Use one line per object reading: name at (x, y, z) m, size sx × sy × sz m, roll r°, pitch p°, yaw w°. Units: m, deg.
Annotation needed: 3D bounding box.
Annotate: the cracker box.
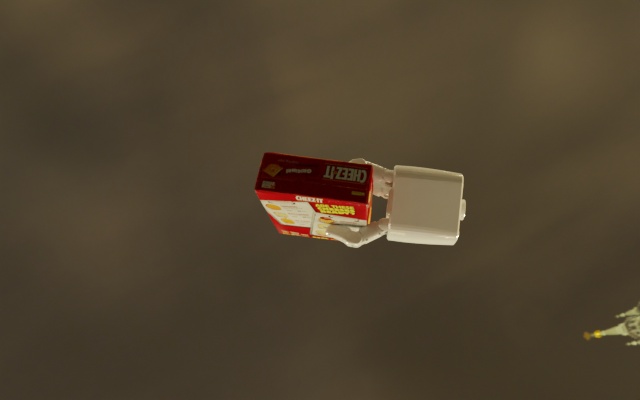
cracker box at (0.000, 0.003, 0.771) m, size 0.164 × 0.072 × 0.214 m, roll 7°, pitch -20°, yaw 8°
